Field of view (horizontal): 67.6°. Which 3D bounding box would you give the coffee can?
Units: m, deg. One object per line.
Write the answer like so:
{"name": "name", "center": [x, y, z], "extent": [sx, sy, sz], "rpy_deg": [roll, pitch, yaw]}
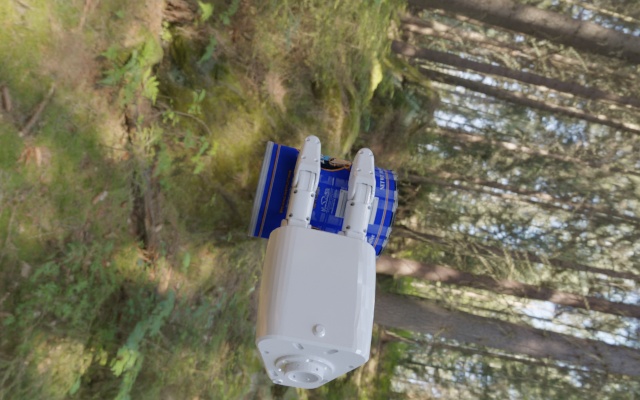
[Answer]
{"name": "coffee can", "center": [0.000, 0.002, 0.515], "extent": [0.140, 0.103, 0.103], "rpy_deg": [12, -2, -7]}
